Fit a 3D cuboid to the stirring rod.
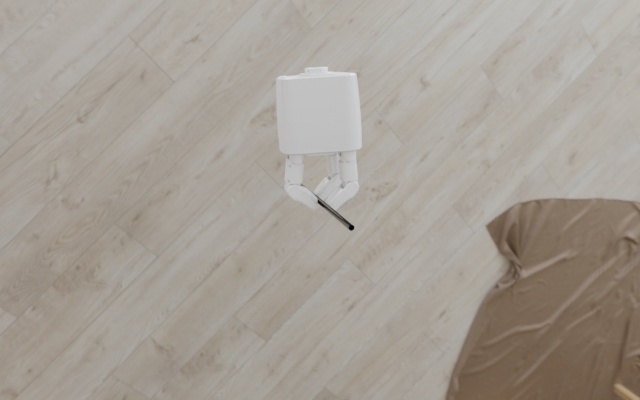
[{"bbox_3d":[0.000,0.002,0.708,0.011,0.011,0.239,0,15,-20],"label":"stirring rod"}]
